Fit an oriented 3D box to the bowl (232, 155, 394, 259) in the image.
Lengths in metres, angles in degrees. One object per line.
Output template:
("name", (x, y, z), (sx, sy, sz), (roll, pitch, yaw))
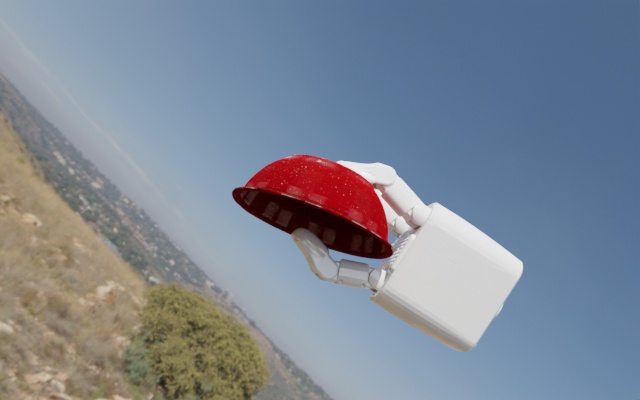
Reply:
("bowl", (-0.001, 0.001, 0.458), (0.162, 0.055, 0.162), (19, -15, 5))
